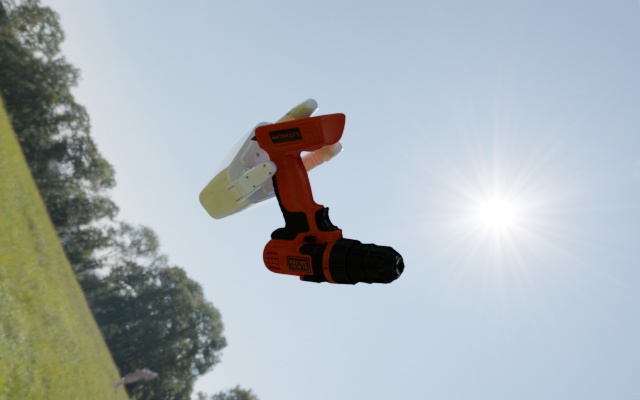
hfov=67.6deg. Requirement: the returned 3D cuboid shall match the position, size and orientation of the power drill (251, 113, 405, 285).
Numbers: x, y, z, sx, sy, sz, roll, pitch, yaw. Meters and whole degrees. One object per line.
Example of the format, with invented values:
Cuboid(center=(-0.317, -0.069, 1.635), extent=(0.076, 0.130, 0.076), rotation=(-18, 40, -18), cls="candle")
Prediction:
Cuboid(center=(0.000, 0.001, 0.528), extent=(0.184, 0.188, 0.057), rotation=(-1, 10, 36), cls="power drill")
